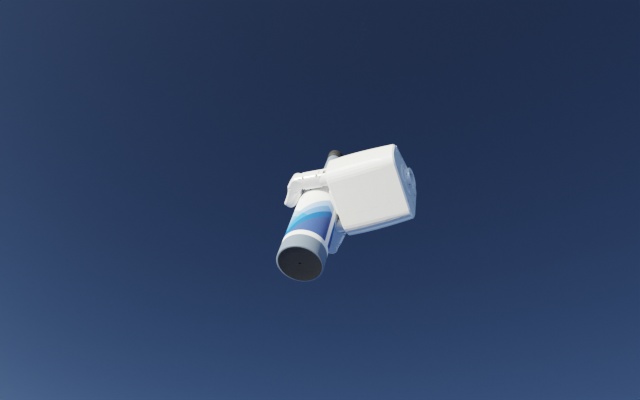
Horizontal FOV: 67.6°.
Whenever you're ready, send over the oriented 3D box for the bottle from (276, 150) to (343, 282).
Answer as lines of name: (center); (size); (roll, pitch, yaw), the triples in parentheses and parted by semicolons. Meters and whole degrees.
bottle: (0.000, 0.003, 0.764); (0.069, 0.069, 0.295); (0, 35, 14)
